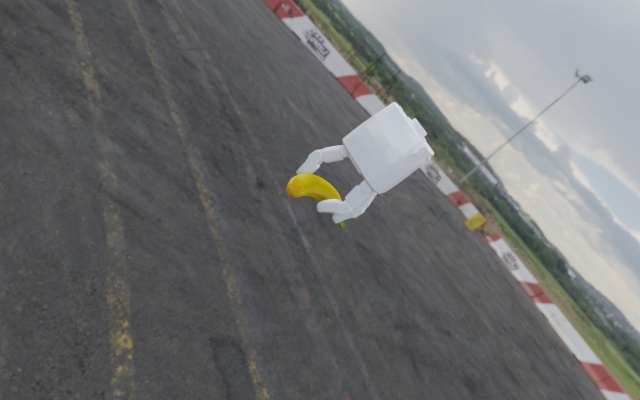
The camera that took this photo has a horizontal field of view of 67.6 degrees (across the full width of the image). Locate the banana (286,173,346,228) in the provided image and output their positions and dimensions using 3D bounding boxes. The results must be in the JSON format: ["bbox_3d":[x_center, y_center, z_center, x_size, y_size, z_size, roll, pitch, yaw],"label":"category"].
[{"bbox_3d":[-0.004,-0.011,0.820,0.037,0.069,0.198,-32,-31,17],"label":"banana"}]
